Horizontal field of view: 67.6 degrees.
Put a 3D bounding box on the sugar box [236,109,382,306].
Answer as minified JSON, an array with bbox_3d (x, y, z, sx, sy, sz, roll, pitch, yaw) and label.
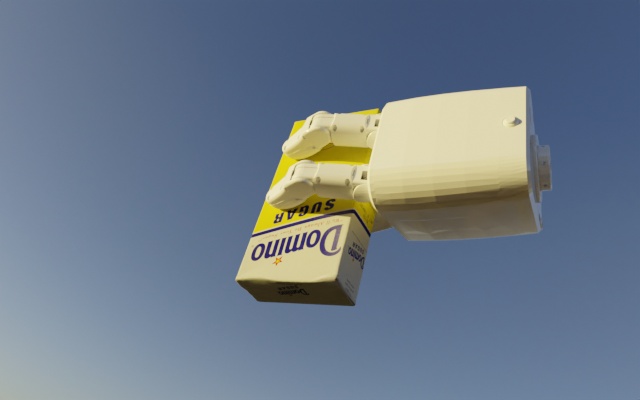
[{"bbox_3d":[0.000,0.001,0.413,0.093,0.176,0.048,-5,-41,28],"label":"sugar box"}]
